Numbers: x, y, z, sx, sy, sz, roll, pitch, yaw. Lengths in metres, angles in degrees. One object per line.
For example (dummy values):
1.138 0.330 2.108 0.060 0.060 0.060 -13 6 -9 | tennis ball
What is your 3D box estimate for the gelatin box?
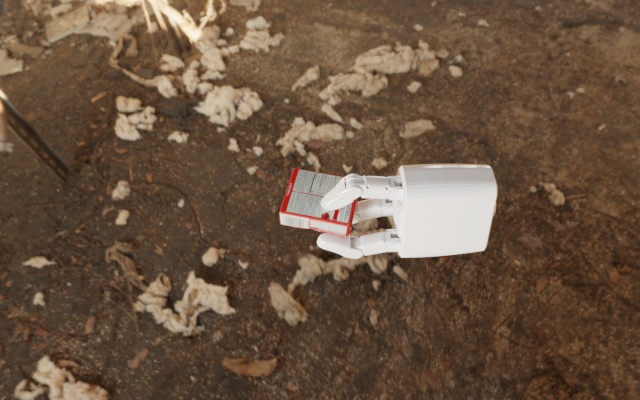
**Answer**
0.000 0.002 0.598 0.089 0.073 0.030 11 -36 5 | gelatin box
